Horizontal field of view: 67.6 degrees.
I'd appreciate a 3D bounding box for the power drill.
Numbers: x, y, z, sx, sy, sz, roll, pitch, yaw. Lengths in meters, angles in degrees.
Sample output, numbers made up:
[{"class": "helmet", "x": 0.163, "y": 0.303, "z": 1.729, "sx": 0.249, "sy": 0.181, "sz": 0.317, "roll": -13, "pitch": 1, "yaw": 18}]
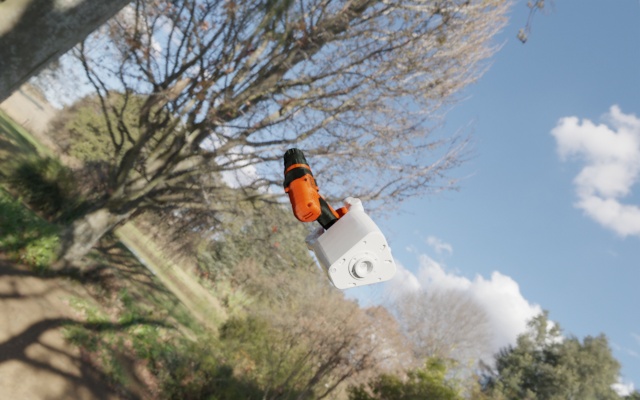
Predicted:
[{"class": "power drill", "x": 0.000, "y": 0.003, "z": 0.897, "sx": 0.057, "sy": 0.184, "sz": 0.188, "roll": -34, "pitch": -50, "yaw": 18}]
